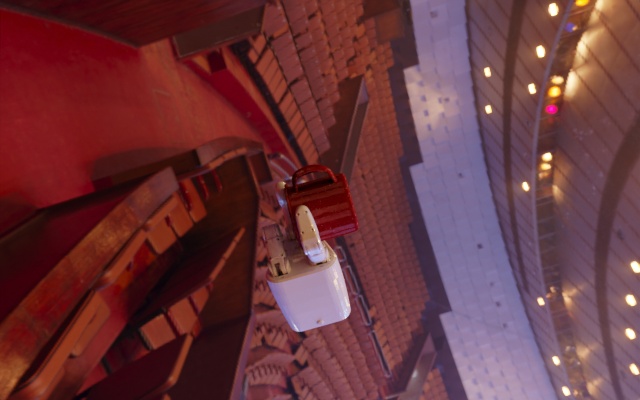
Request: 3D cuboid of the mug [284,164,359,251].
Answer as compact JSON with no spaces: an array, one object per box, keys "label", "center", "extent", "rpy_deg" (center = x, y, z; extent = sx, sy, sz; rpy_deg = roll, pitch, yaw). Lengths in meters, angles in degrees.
[{"label":"mug","center":[0.000,0.001,0.633],"extent":[0.081,0.117,0.093],"rpy_deg":[-15,34,2]}]
